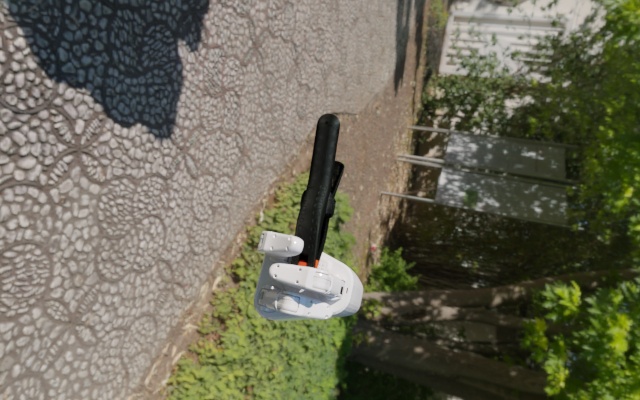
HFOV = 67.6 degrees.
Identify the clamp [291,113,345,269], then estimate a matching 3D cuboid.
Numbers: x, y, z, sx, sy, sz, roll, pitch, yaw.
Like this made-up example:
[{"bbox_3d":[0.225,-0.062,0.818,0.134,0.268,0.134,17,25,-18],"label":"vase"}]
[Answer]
[{"bbox_3d":[0.001,0.002,0.540,0.039,0.171,0.120,10,-13,16],"label":"clamp"}]
